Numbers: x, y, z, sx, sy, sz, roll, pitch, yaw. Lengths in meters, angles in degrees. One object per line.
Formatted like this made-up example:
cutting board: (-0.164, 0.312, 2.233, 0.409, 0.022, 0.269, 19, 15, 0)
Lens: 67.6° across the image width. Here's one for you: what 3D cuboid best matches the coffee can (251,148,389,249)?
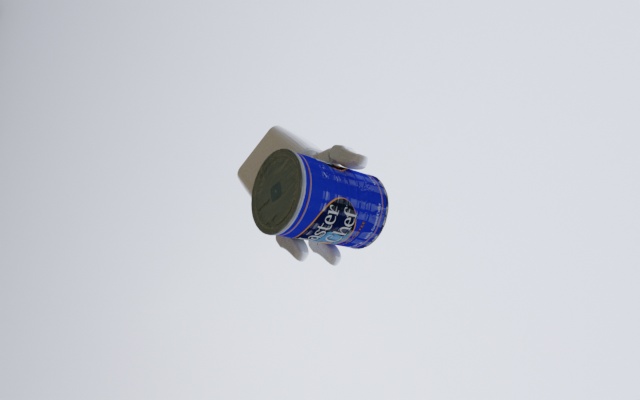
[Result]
coffee can: (0.000, 0.002, 0.595, 0.140, 0.103, 0.103, 13, -8, -38)
